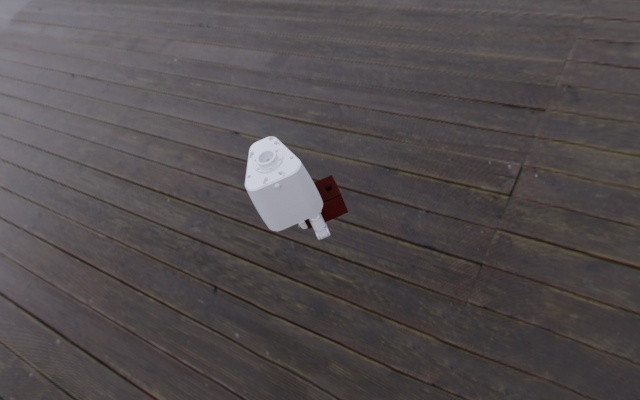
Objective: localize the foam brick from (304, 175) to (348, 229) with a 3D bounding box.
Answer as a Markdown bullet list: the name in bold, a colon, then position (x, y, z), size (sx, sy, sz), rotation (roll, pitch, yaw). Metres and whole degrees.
- **foam brick**: position (0.000, 0.003, 0.828), size (0.078, 0.053, 0.051), rotation (-23, -44, 1)
